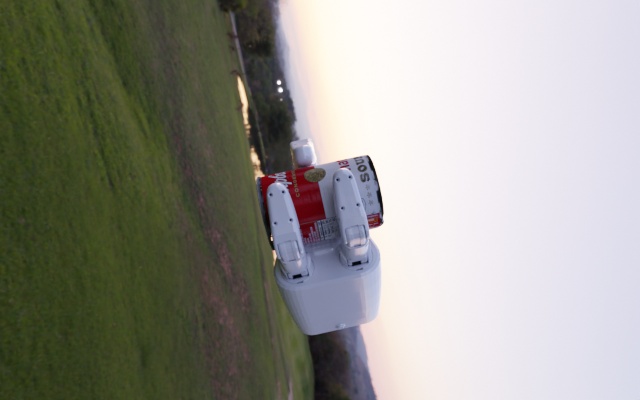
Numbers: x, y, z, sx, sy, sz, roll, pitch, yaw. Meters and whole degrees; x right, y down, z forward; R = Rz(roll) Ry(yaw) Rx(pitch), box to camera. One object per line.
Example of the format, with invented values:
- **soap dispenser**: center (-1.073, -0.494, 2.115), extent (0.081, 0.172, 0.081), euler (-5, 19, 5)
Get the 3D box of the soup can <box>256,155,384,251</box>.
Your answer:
- **soup can**: center (0.000, 0.001, 0.428), extent (0.102, 0.068, 0.068), euler (-12, 0, -1)
